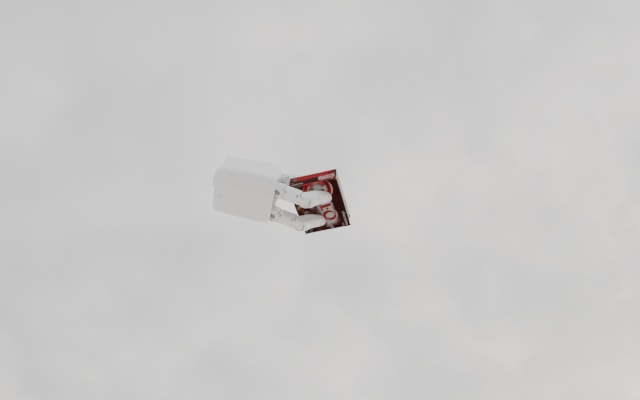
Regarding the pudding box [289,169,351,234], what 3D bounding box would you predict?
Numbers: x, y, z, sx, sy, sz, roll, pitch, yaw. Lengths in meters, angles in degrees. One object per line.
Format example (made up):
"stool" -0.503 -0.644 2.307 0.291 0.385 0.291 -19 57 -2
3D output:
"pudding box" 0.000 0.003 0.887 0.090 0.114 0.039 -11 36 12
